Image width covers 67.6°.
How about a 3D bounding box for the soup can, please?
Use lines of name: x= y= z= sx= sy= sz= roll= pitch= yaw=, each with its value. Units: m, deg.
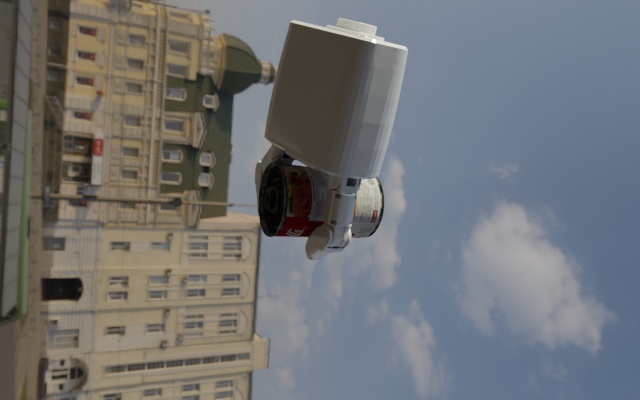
soup can: x=0.000 y=0.002 z=0.453 sx=0.102 sy=0.068 sz=0.068 roll=3 pitch=-1 yaw=-26
